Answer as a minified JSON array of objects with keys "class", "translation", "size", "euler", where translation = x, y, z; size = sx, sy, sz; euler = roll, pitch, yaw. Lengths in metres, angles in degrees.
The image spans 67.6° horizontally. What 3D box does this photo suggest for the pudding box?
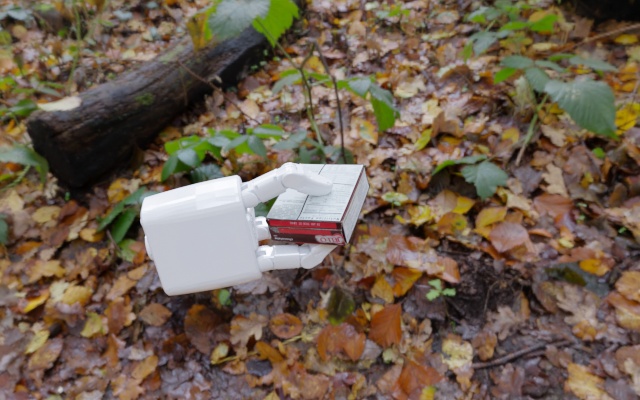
[{"class":"pudding box","translation":[0.000,0.002,0.546],"size":[0.090,0.039,0.113],"euler":[3,40,20]}]
